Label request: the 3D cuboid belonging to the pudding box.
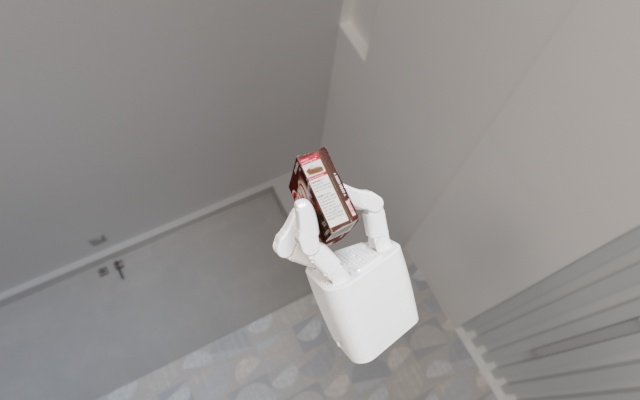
[{"bbox_3d":[0.000,0.002,0.542,0.039,0.090,0.113,-23,-11,-16],"label":"pudding box"}]
